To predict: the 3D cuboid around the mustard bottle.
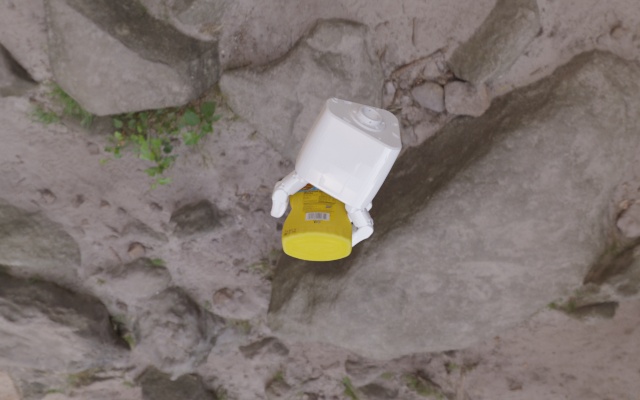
[{"bbox_3d":[0.000,0.003,0.714,0.096,0.058,0.191,0,41,4],"label":"mustard bottle"}]
